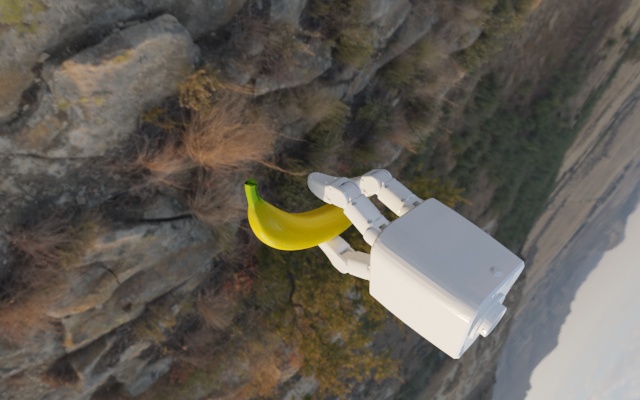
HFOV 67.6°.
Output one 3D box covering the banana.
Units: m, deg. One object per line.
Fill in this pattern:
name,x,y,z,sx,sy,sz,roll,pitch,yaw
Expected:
banana,-0.009,0.018,0.503,0.037,0.070,0.198,34,19,32
